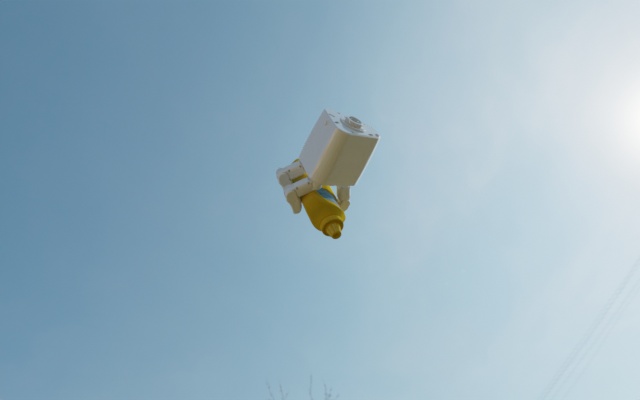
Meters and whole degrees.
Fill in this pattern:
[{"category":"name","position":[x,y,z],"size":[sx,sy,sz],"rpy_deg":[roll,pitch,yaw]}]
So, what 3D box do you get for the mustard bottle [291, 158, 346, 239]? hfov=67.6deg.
[{"category":"mustard bottle","position":[0.000,0.003,0.887],"size":[0.096,0.058,0.191],"rpy_deg":[39,16,-39]}]
